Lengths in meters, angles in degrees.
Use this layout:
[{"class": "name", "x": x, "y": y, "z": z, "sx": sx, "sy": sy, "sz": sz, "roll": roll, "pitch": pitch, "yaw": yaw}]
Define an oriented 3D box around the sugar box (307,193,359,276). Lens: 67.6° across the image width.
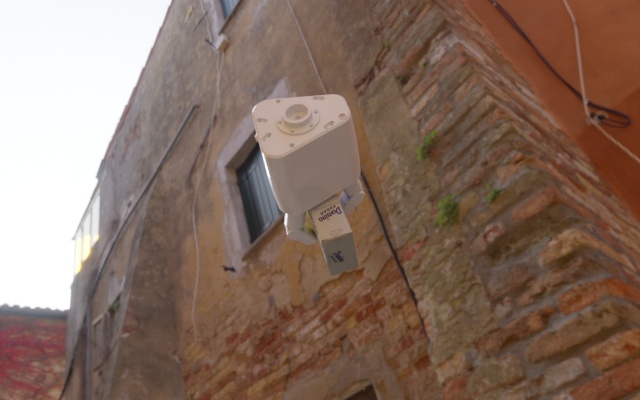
[{"class": "sugar box", "x": 0.000, "y": 0.002, "z": 0.637, "sx": 0.048, "sy": 0.176, "sz": 0.093, "roll": -17, "pitch": -36, "yaw": -2}]
